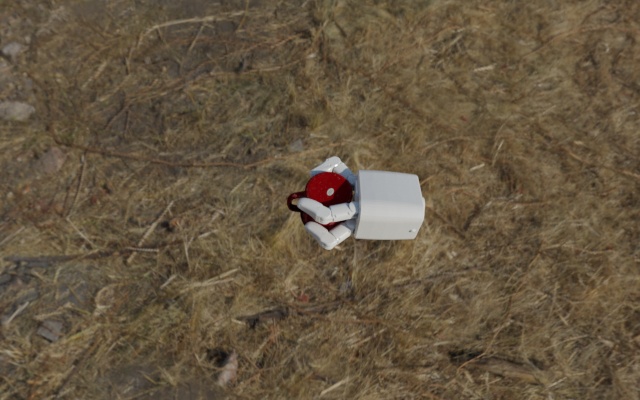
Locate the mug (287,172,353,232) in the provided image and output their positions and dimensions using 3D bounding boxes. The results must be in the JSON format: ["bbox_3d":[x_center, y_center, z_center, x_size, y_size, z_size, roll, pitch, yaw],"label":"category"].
[{"bbox_3d":[-0.001,0.002,0.830,0.117,0.093,0.081,4,-31,-2],"label":"mug"}]
